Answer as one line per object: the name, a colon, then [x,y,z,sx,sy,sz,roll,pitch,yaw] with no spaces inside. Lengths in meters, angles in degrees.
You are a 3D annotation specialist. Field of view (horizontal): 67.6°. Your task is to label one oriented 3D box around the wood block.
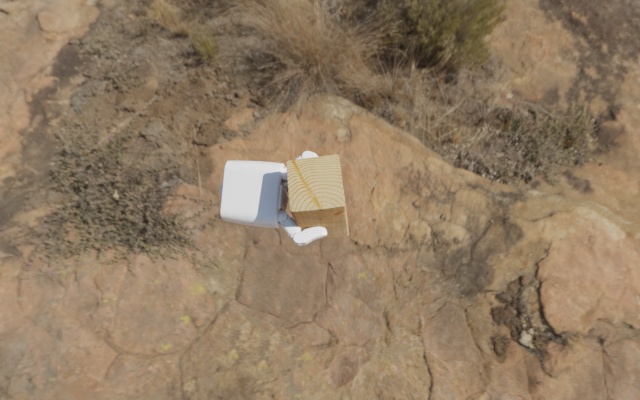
wood block: [0.000,0.003,0.858,0.090,0.090,0.206,-7,-18,3]
